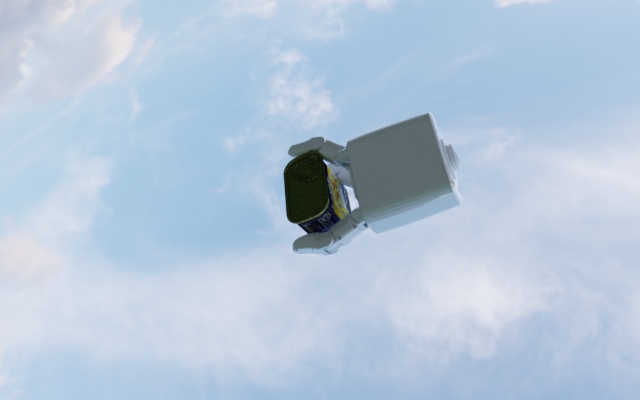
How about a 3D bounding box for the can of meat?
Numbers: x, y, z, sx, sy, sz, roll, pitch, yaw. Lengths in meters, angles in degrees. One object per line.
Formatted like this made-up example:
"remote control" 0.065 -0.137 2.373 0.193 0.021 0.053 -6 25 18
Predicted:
"can of meat" 0.000 0.002 0.609 0.057 0.102 0.084 -23 -40 19
